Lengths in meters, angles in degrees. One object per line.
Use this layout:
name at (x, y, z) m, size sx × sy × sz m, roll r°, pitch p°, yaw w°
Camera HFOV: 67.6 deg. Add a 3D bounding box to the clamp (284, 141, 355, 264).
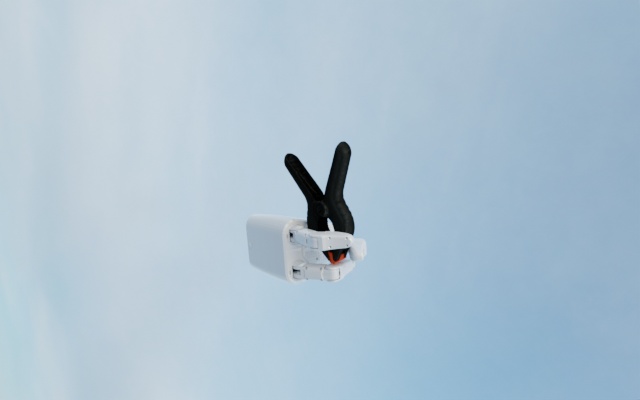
clamp at (0.001, 0.002, 0.678) m, size 0.039 × 0.171 × 0.120 m, roll -13°, pitch 14°, yaw -40°
